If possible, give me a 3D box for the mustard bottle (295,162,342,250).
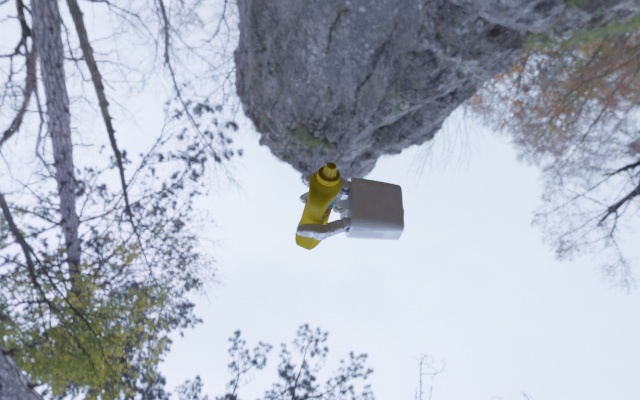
[{"bbox_3d":[0.000,0.003,0.898,0.058,0.192,0.096,25,46,6],"label":"mustard bottle"}]
